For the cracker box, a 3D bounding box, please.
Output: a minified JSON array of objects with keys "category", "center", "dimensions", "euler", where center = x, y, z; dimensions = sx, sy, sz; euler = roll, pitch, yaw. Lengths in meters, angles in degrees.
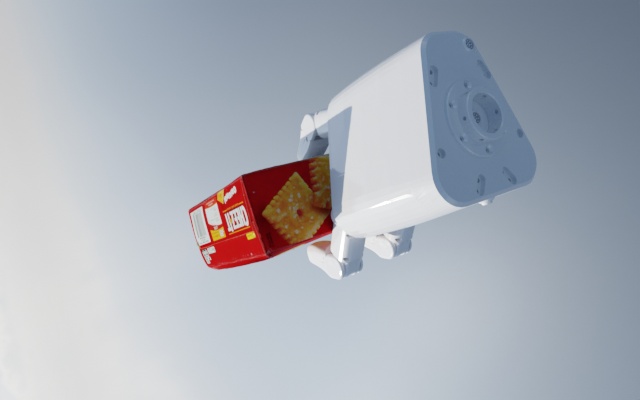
[{"category":"cracker box","center":[0.000,0.001,0.466],"dimensions":[0.213,0.072,0.164],"euler":[-16,-3,-31]}]
